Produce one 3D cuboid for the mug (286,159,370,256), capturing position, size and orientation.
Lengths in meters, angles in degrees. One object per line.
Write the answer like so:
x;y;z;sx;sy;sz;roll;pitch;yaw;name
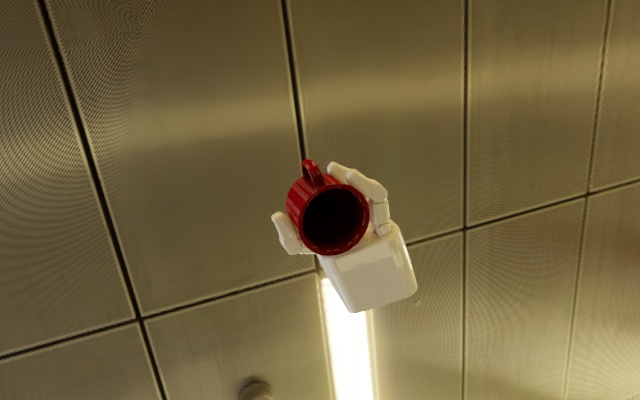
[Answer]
-0.001;0.001;0.604;0.093;0.117;0.081;-26;25;-10;mug
